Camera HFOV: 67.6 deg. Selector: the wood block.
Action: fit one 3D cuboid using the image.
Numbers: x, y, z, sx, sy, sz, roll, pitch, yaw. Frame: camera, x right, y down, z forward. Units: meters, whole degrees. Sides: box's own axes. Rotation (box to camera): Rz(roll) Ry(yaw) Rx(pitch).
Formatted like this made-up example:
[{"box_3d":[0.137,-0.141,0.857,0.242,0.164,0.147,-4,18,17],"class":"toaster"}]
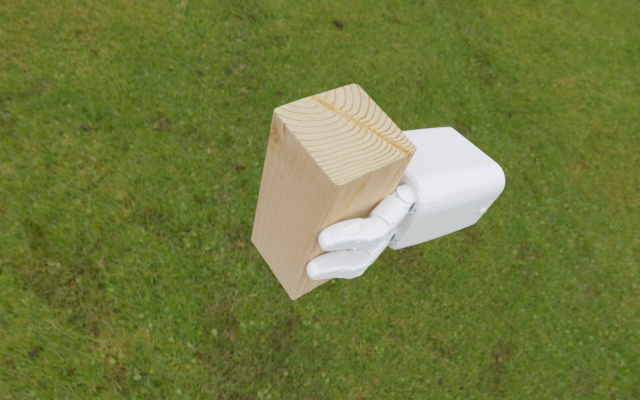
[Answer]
[{"box_3d":[0.000,0.001,0.470,0.090,0.090,0.206,-24,-26,-28],"class":"wood block"}]
